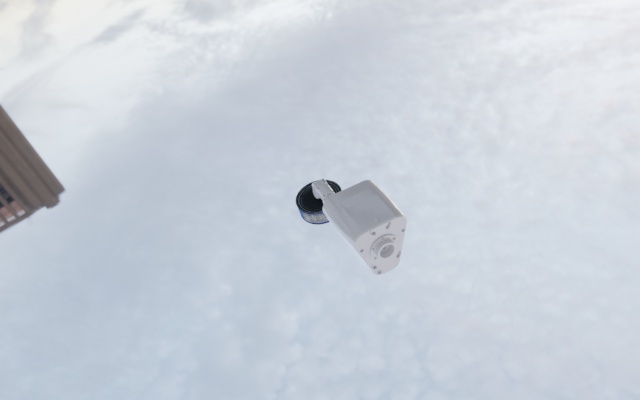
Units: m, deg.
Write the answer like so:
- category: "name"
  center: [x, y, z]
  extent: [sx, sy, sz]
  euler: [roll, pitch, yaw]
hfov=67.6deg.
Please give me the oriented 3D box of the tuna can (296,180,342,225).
- category: "tuna can"
  center: [0.000, 0.003, 0.866]
  extent: [0.086, 0.034, 0.086]
  euler: [-10, 42, 9]
